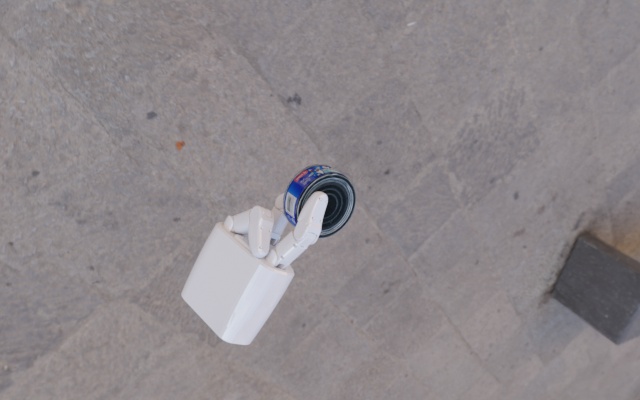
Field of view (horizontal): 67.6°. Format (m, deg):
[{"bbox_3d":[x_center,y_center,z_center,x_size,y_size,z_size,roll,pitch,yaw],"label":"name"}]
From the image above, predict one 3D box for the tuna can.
[{"bbox_3d":[0.000,0.002,0.574,0.086,0.086,0.033,0,21,-34],"label":"tuna can"}]
